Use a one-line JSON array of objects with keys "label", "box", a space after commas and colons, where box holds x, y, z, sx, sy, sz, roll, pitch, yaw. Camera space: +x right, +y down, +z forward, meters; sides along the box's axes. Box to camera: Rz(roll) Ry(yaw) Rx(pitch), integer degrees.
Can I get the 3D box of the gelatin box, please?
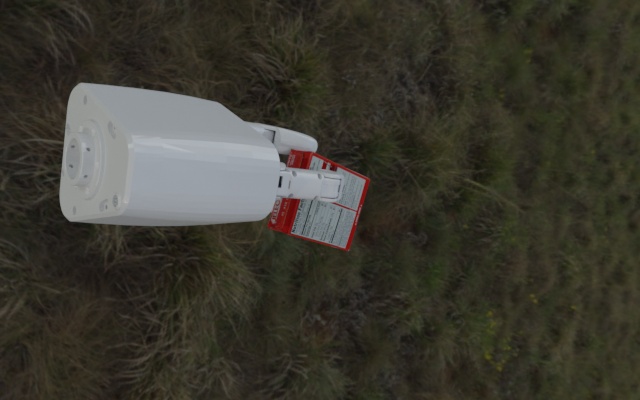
[{"label": "gelatin box", "box": [0.001, 0.002, 0.434, 0.030, 0.073, 0.089, 13, -5, 44]}]
